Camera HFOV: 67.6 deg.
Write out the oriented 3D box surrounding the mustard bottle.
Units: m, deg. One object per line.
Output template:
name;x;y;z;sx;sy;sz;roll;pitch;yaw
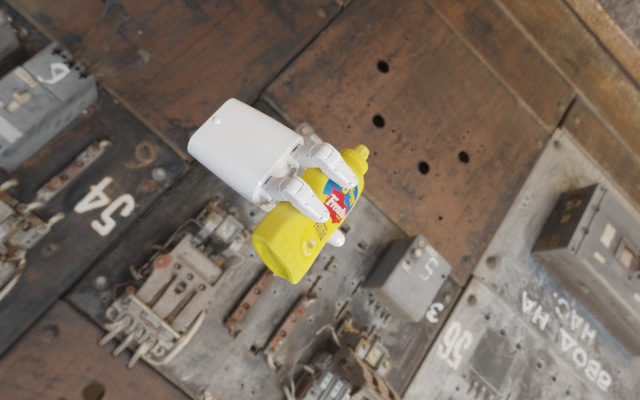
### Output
mustard bottle;0.000;0.002;0.581;0.058;0.191;0.096;22;-28;34
